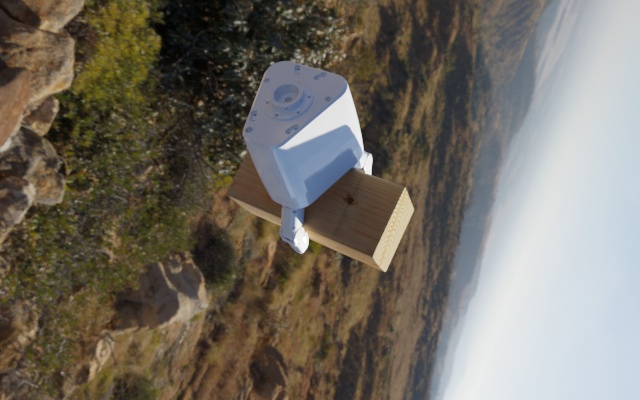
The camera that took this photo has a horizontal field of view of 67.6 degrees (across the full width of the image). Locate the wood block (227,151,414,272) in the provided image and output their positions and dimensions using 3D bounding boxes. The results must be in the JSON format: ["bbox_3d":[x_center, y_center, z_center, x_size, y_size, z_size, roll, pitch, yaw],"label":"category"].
[{"bbox_3d":[0.000,0.002,0.604,0.206,0.091,0.090,22,-11,23],"label":"wood block"}]
